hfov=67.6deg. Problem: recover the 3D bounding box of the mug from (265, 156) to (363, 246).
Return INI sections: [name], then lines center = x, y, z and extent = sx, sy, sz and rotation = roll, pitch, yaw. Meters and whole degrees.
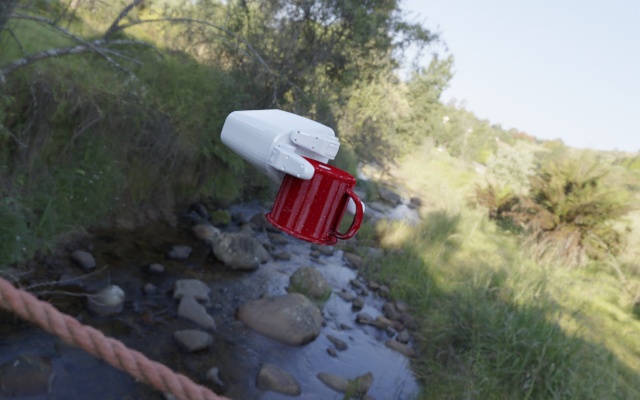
[mug]
center = 0.001, 0.002, 0.559
extent = 0.117, 0.081, 0.093
rotation = 28, 12, 35
